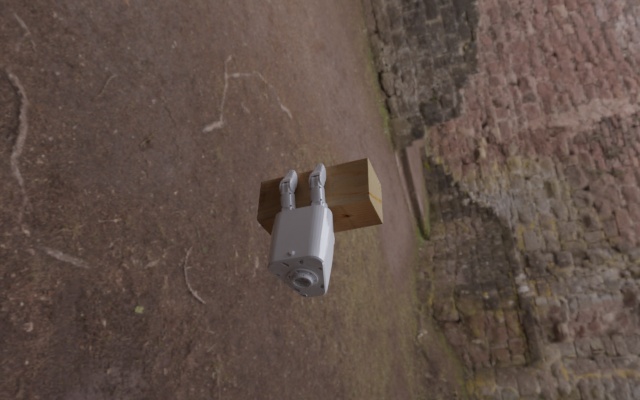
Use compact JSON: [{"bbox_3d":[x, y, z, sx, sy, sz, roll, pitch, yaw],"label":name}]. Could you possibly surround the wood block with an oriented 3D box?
[{"bbox_3d":[0.000,0.003,0.864,0.206,0.090,0.091,-11,-36,18],"label":"wood block"}]
